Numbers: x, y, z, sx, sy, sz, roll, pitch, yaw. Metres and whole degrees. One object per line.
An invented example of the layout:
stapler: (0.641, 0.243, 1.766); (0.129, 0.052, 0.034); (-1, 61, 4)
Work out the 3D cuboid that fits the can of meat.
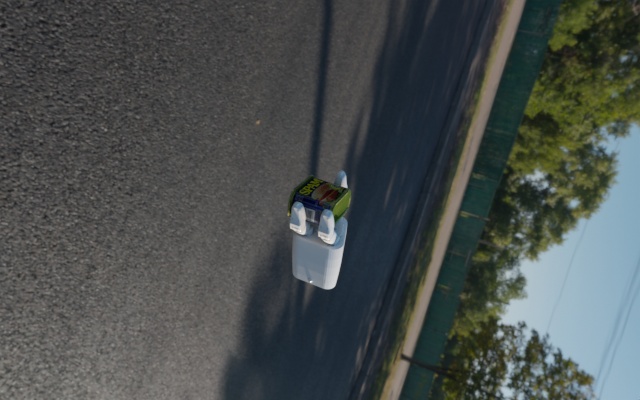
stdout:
can of meat: (0.000, 0.003, 0.876); (0.084, 0.057, 0.102); (19, 31, 18)
